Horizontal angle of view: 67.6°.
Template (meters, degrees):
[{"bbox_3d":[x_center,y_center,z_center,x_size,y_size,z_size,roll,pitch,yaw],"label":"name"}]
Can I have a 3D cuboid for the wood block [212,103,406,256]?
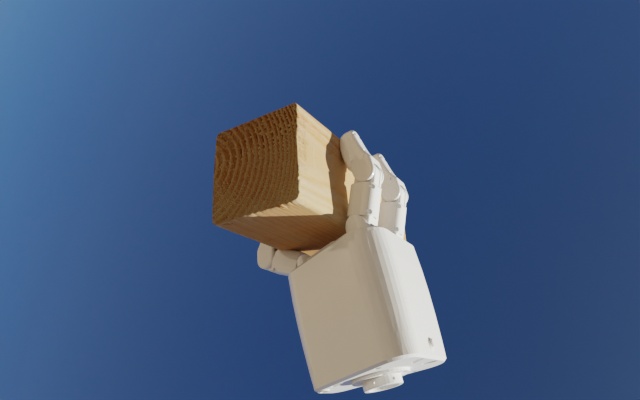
[{"bbox_3d":[0.000,0.002,0.471,0.091,0.090,0.206,-16,-27,28],"label":"wood block"}]
